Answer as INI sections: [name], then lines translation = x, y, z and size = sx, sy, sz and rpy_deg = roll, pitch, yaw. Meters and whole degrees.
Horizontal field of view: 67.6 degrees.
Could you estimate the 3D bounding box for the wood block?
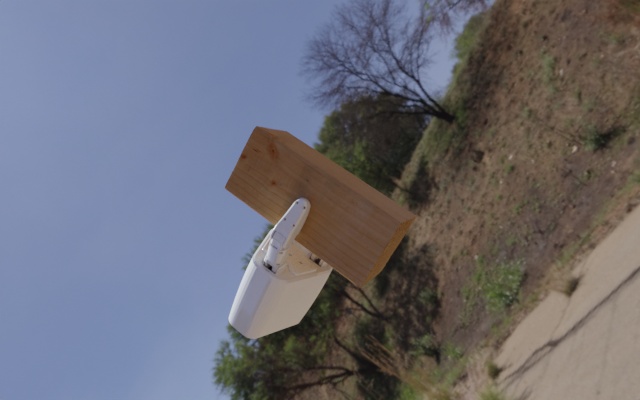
[wood block]
translation = 0.000, 0.002, 0.583
size = 0.206, 0.090, 0.091
rpy_deg = 34, 16, 16
